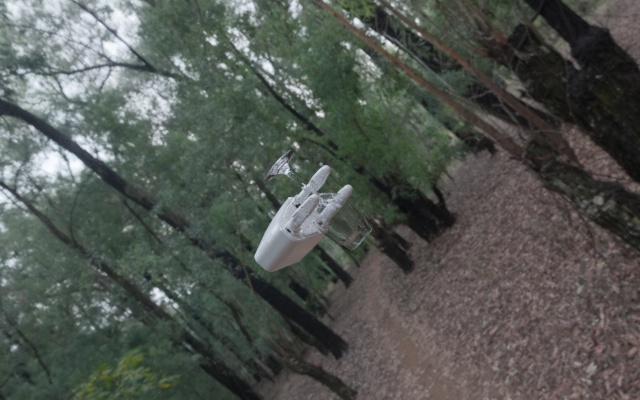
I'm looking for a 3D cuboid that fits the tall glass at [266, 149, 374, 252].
[{"bbox_3d":[0.000,0.002,0.850,0.201,0.079,0.079,42,4,4],"label":"tall glass"}]
